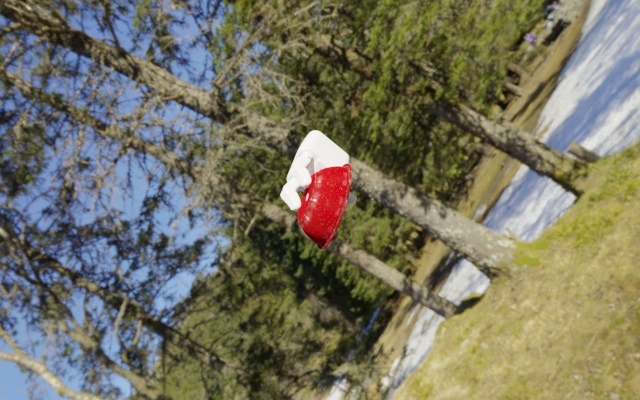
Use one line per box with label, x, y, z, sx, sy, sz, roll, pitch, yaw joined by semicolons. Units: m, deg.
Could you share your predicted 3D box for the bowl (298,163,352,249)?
bowl;0.000;0.003;0.850;0.055;0.162;0.162;18;-4;-12
